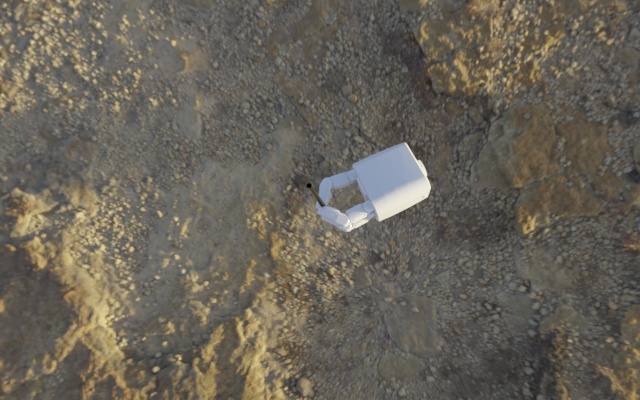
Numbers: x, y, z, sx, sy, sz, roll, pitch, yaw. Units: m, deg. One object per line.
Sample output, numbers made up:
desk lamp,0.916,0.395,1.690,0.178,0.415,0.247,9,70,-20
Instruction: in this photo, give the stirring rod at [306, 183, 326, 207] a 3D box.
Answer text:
stirring rod,0.000,0.003,0.818,0.011,0.011,0.239,0,-12,8
